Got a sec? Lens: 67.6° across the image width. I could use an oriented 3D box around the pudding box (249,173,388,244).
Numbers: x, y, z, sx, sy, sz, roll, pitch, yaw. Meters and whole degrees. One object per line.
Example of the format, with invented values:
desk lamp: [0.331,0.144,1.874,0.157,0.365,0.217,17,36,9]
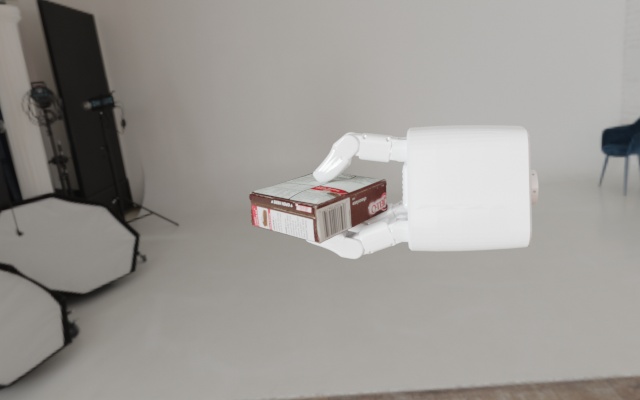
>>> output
pudding box: [0.000,0.001,0.477,0.090,0.039,0.113,10,19,40]
